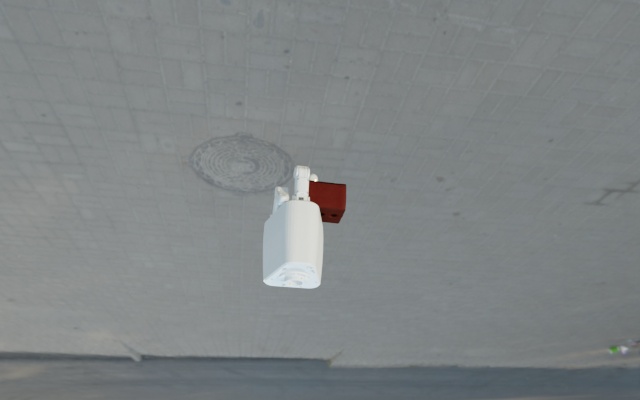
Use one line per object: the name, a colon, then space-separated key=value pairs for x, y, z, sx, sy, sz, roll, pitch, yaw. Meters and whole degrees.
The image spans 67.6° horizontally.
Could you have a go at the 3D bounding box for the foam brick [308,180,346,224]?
foam brick: x=0.000 y=0.003 z=0.801 sx=0.078 sy=0.051 sz=0.053 roll=6 pitch=-31 yaw=-10
